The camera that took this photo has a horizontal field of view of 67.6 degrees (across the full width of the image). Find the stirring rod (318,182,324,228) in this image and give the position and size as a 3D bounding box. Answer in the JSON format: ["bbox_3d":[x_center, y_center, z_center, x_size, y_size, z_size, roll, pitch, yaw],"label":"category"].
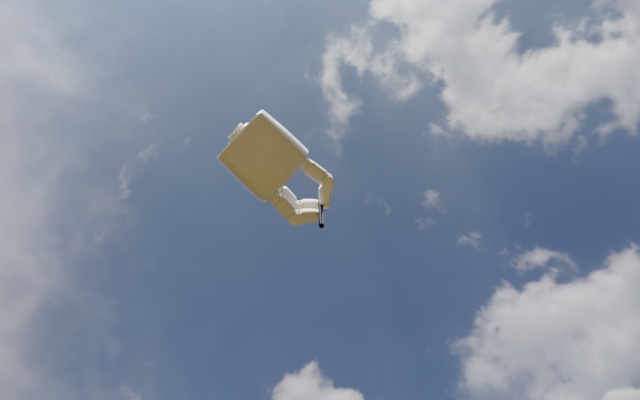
[{"bbox_3d":[0.000,0.003,0.837,0.011,0.011,0.239,0,17,-1],"label":"stirring rod"}]
